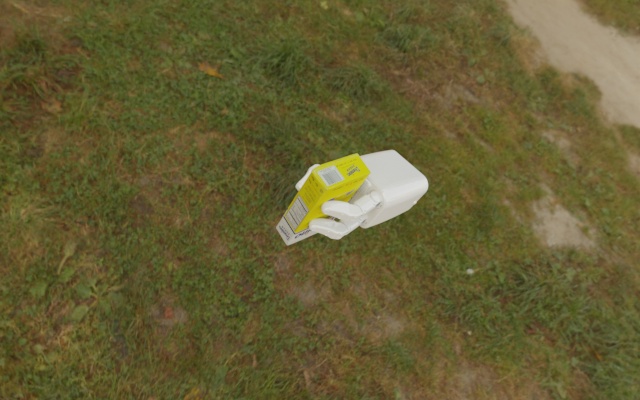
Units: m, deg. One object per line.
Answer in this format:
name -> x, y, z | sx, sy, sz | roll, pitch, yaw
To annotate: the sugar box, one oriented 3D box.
sugar box -> 0.001, 0.003, 0.764 | 0.093, 0.048, 0.176 | -21, -23, -34
